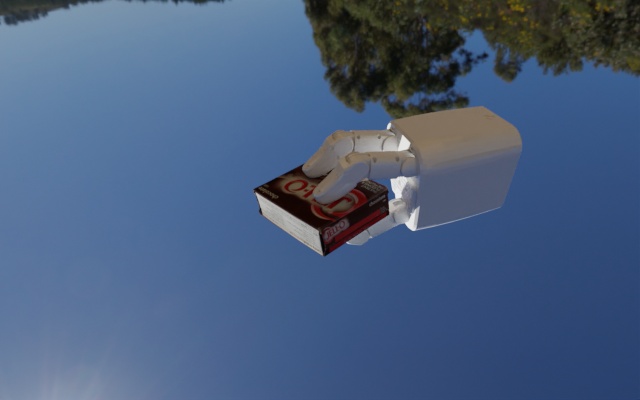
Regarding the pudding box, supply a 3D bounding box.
[{"bbox_3d":[0.000,0.002,0.488,0.090,0.039,0.113,-29,35,-30],"label":"pudding box"}]
